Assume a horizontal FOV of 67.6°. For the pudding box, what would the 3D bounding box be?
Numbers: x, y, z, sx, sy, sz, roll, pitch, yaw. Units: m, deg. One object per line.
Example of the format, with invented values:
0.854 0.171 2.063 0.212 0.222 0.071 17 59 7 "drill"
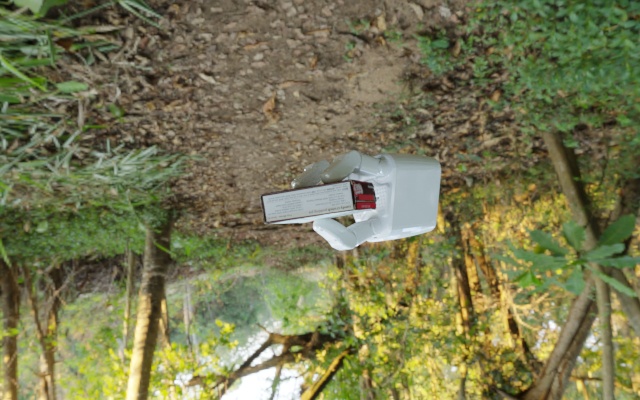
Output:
0.000 0.002 0.558 0.113 0.039 0.090 -11 -5 20 "pudding box"
